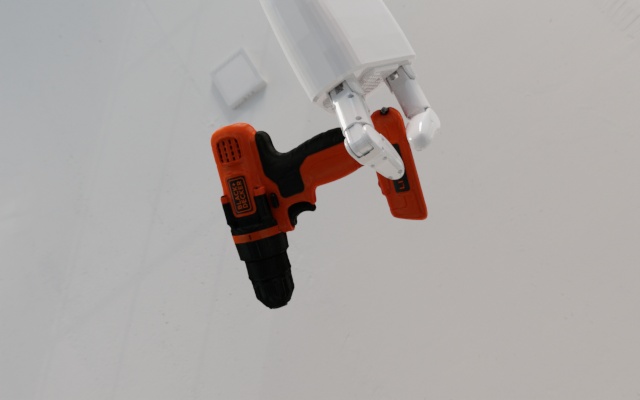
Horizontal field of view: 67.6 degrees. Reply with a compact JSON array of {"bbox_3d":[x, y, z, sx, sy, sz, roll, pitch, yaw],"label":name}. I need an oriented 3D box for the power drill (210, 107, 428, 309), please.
[{"bbox_3d":[0.000,0.001,0.448,0.187,0.184,0.057,-14,7,11],"label":"power drill"}]
